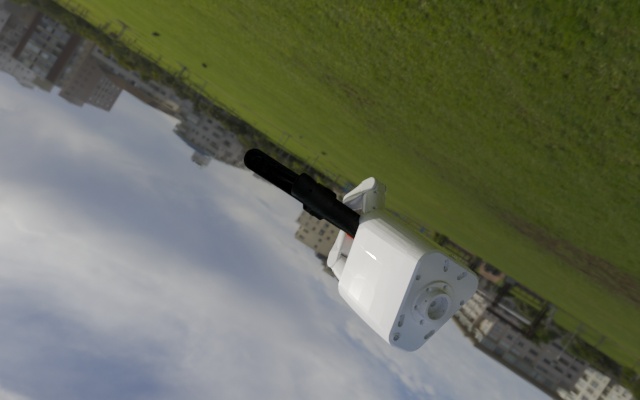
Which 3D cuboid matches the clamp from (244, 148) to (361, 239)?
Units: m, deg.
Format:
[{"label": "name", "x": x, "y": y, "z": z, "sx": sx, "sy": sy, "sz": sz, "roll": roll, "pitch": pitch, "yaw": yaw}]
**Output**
[{"label": "clamp", "x": 0.000, "y": 0.002, "z": 0.534, "sx": 0.171, "sy": 0.039, "sz": 0.120, "roll": 32, "pitch": 4, "yaw": -31}]
